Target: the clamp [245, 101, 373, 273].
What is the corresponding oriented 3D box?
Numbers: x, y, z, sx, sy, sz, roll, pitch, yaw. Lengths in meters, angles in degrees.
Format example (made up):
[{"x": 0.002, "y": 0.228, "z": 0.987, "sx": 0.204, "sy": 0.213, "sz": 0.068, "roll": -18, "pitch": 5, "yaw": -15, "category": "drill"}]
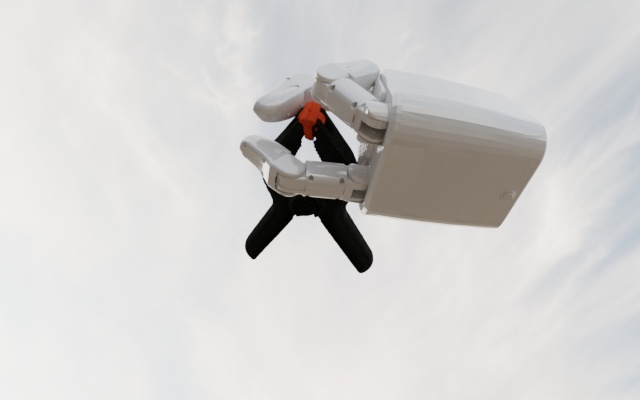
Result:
[{"x": 0.000, "y": 0.001, "z": 0.406, "sx": 0.120, "sy": 0.172, "sz": 0.039, "roll": 9, "pitch": 44, "yaw": -5, "category": "clamp"}]
